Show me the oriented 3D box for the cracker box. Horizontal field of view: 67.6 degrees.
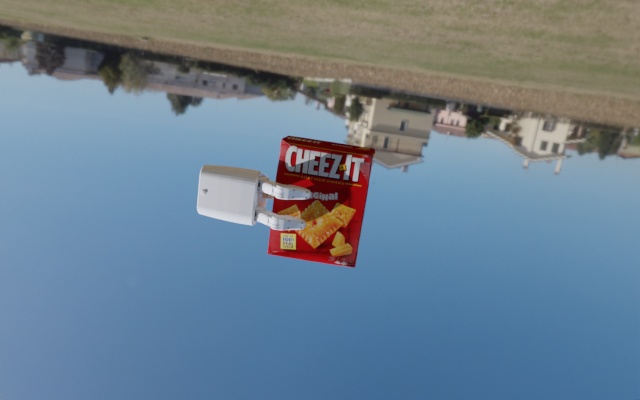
[{"bbox_3d":[0.000,0.003,0.859,0.164,0.214,0.072,9,13,4],"label":"cracker box"}]
